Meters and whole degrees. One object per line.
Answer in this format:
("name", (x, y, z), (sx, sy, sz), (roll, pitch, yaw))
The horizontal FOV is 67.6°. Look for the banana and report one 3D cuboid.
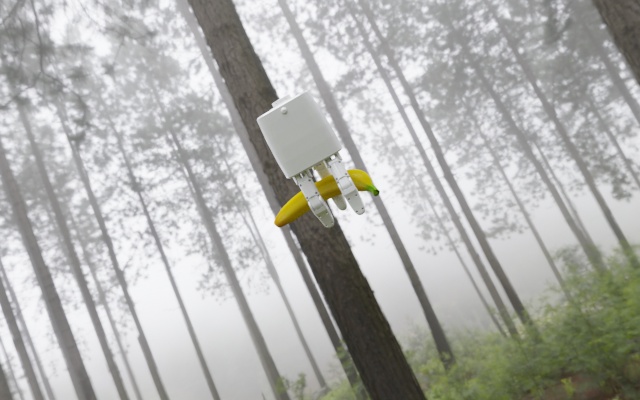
("banana", (0.006, -0.010, 0.793), (0.198, 0.037, 0.069), (-21, 30, 26))
